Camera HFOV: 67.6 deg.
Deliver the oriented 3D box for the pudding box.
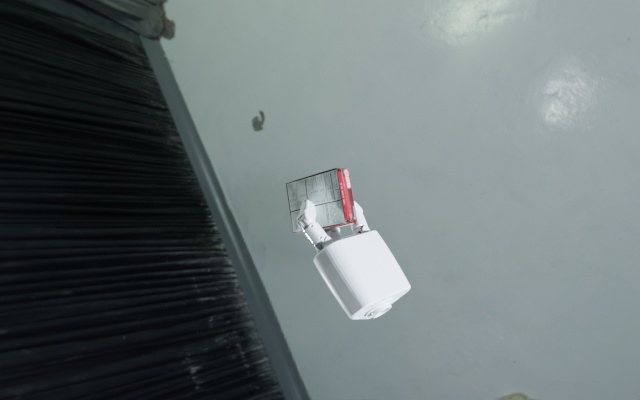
[{"bbox_3d":[0.000,0.003,0.776,0.113,0.090,0.039,-13,-9,35],"label":"pudding box"}]
